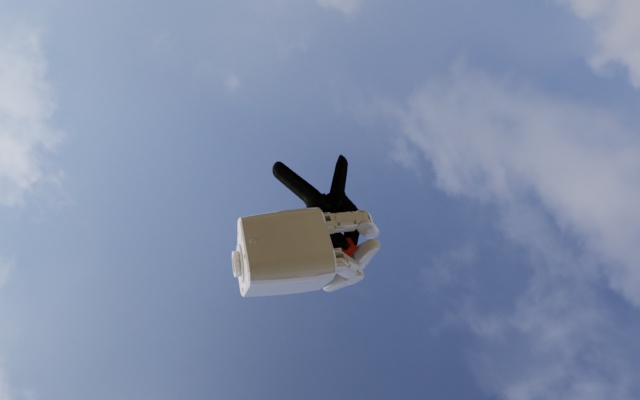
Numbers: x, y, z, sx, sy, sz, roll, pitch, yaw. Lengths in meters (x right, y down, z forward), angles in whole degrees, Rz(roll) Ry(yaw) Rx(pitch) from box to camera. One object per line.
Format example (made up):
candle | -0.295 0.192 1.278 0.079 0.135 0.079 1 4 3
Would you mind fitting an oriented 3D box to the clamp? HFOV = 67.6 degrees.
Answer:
clamp | 0.000 0.003 0.677 0.120 0.171 0.039 -5 -37 -16
